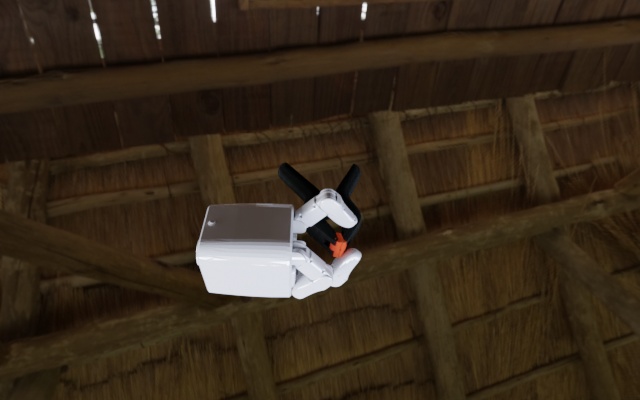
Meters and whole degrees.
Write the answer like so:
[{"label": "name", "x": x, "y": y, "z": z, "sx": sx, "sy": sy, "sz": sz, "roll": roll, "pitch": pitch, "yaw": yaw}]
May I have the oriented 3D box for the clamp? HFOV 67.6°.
[{"label": "clamp", "x": 0.000, "y": 0.003, "z": 0.641, "sx": 0.120, "sy": 0.039, "sz": 0.171, "roll": 1, "pitch": 39, "yaw": -2}]
